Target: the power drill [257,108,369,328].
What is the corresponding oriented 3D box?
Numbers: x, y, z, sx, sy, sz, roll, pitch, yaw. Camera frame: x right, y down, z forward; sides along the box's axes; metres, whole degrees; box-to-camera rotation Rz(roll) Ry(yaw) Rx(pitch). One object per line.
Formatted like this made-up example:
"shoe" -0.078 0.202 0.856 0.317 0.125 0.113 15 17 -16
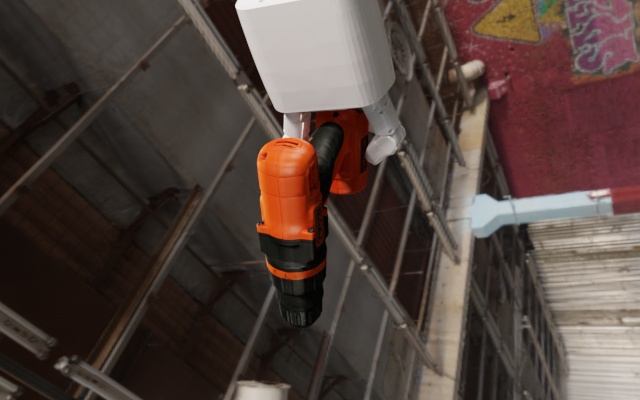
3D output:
"power drill" 0.000 0.001 0.455 0.057 0.185 0.187 8 34 14
